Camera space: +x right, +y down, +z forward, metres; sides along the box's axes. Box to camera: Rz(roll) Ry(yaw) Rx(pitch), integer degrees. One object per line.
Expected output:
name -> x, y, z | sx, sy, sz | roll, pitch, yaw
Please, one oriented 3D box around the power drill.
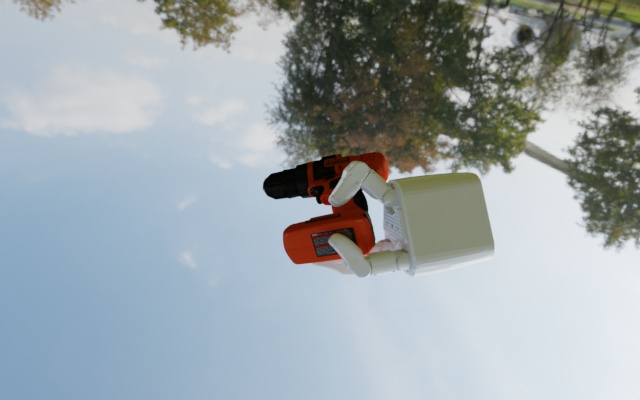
power drill -> 0.000, 0.002, 0.627 | 0.184, 0.057, 0.187 | -11, 32, 12
